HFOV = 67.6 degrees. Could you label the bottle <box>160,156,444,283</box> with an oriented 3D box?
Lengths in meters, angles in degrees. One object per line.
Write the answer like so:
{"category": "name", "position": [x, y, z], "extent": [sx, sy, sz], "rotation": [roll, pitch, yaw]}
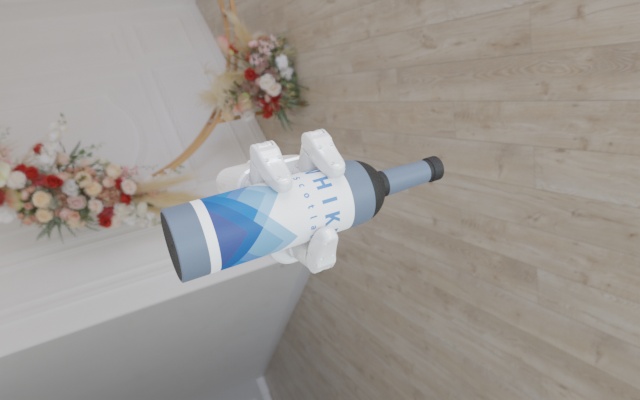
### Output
{"category": "bottle", "position": [0.000, 0.002, 0.471], "extent": [0.295, 0.069, 0.069], "rotation": [-16, 7, -24]}
